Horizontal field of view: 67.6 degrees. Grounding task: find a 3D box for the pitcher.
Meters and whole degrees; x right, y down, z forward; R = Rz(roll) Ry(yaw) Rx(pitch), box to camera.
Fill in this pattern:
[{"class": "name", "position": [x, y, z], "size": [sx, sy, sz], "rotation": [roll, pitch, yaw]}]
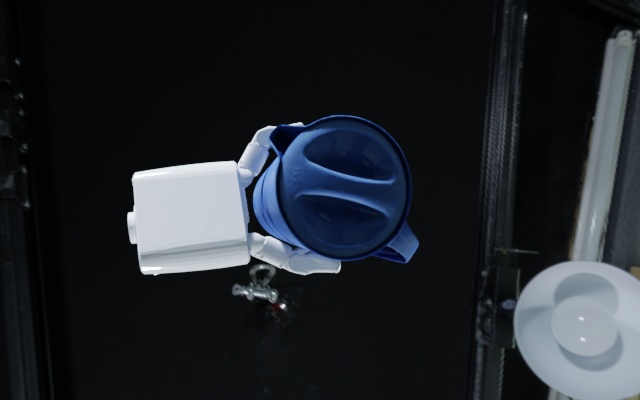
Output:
[{"class": "pitcher", "position": [0.000, 0.002, 0.546], "size": [0.145, 0.149, 0.243], "rotation": [-7, -1, -16]}]
